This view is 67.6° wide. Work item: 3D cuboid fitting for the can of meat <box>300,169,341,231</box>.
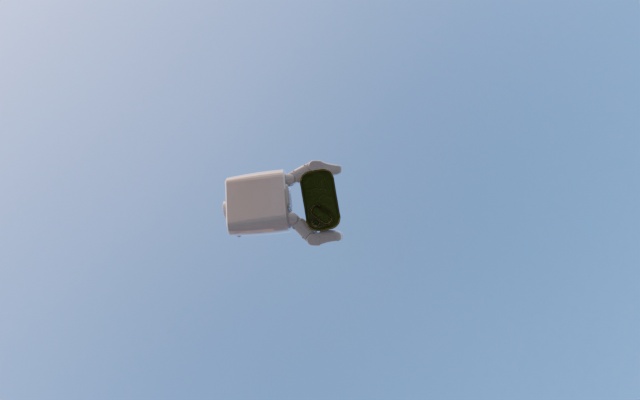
[{"bbox_3d":[0.000,0.003,0.826,0.057,0.102,0.084,-10,-5,0],"label":"can of meat"}]
